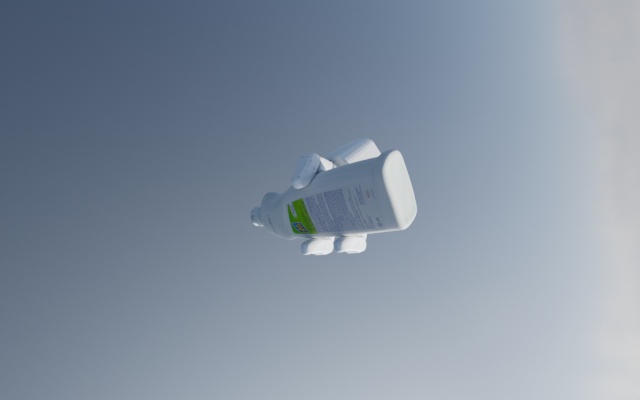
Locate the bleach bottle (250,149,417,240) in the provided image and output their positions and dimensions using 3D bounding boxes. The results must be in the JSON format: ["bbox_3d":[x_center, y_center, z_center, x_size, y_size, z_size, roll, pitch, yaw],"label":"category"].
[{"bbox_3d":[0.000,0.002,0.663,0.251,0.102,0.068,-8,20,35],"label":"bleach bottle"}]
